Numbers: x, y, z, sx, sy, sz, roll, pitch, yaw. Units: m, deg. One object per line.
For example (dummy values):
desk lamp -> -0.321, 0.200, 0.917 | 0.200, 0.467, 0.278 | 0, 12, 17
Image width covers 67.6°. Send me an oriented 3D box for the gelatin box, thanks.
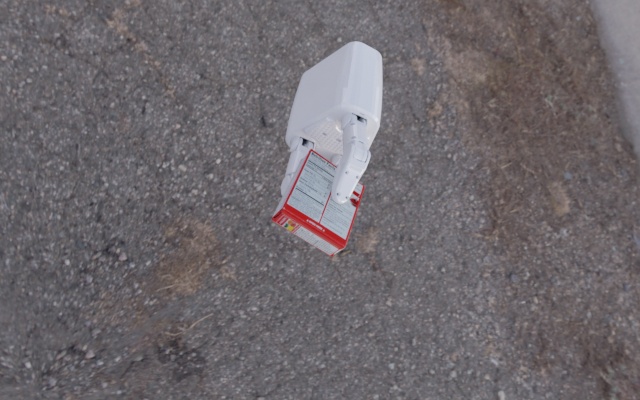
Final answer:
gelatin box -> 0.000, 0.002, 0.488 | 0.073, 0.089, 0.030 | 33, -41, -13
